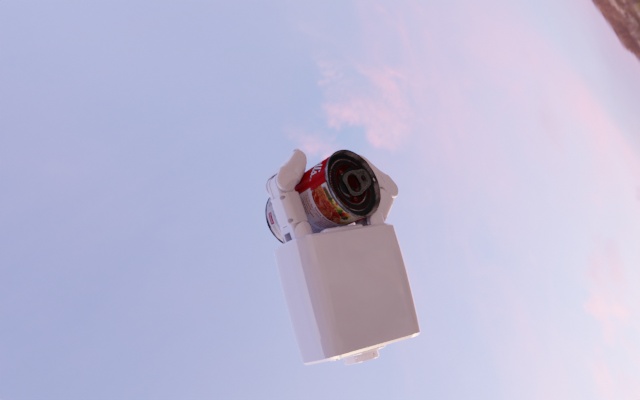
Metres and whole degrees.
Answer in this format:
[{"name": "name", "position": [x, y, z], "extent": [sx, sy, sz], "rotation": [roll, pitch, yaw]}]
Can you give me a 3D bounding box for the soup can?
[{"name": "soup can", "position": [0.000, 0.001, 0.475], "extent": [0.068, 0.068, 0.102], "rotation": [0, -21, -43]}]
